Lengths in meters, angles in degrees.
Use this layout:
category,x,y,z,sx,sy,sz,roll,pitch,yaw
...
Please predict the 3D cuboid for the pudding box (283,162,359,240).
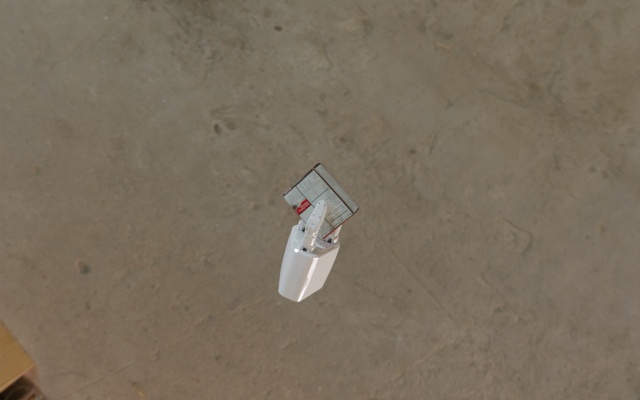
category,x,y,z,sx,sy,sz,roll,pitch,yaw
pudding box,0.000,0.003,0.867,0.090,0.113,0.039,-40,5,27
